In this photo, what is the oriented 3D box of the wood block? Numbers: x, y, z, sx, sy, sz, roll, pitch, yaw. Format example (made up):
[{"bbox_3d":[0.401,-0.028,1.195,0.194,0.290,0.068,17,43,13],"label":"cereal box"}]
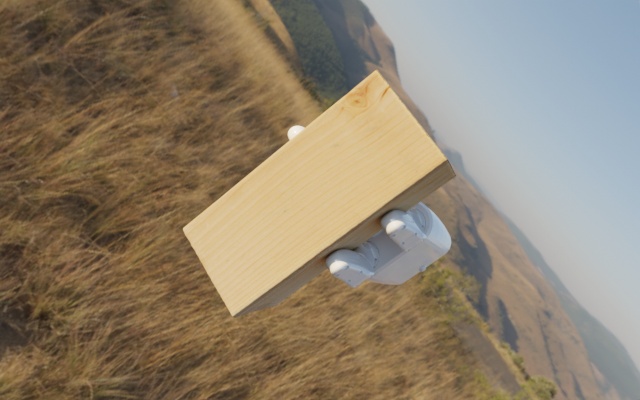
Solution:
[{"bbox_3d":[0.000,0.001,0.408,0.206,0.090,0.090,-38,-15,13],"label":"wood block"}]
